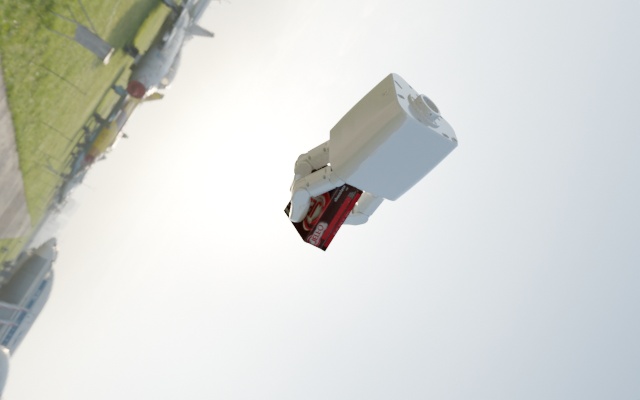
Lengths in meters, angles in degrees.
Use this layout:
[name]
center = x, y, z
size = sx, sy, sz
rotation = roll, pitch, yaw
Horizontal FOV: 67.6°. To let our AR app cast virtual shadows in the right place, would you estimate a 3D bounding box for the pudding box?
[pudding box]
center = 0.000, 0.002, 0.613
size = 0.039, 0.090, 0.113
rotation = 30, 7, -23
